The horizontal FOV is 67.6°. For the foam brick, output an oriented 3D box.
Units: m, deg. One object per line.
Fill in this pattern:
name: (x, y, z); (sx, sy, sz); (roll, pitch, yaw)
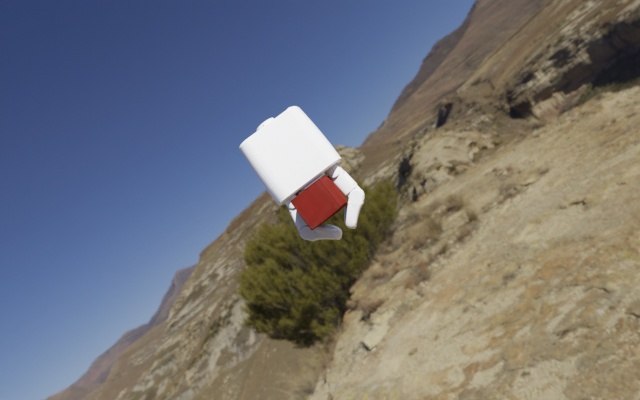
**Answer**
foam brick: (0.000, 0.002, 0.672); (0.053, 0.051, 0.078); (-37, -2, 11)
